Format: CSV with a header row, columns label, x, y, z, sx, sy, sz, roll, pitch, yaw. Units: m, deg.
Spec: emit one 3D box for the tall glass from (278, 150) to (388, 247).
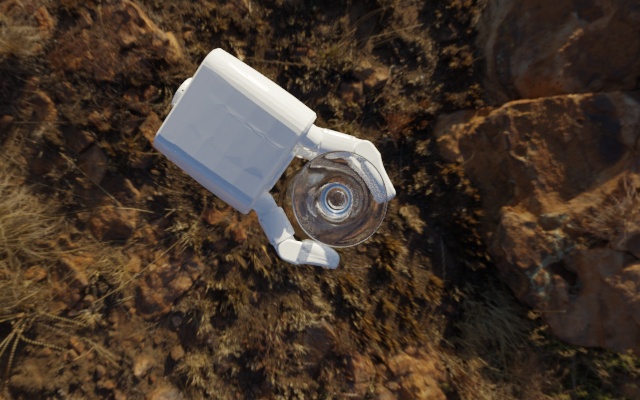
label,x,y,z,sx,sy,sz,roll,pitch,yaw
tall glass,0.000,0.002,0.460,0.079,0.079,0.201,0,-2,-8
